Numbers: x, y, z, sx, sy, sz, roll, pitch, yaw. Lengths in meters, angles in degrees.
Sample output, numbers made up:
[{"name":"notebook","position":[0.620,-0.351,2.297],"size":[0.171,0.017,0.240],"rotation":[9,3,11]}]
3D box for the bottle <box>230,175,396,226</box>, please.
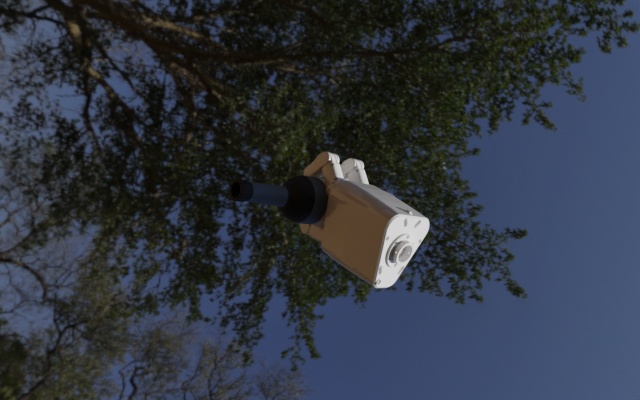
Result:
[{"name":"bottle","position":[0.000,0.002,0.683],"size":[0.069,0.069,0.296],"rotation":[0,-6,45]}]
